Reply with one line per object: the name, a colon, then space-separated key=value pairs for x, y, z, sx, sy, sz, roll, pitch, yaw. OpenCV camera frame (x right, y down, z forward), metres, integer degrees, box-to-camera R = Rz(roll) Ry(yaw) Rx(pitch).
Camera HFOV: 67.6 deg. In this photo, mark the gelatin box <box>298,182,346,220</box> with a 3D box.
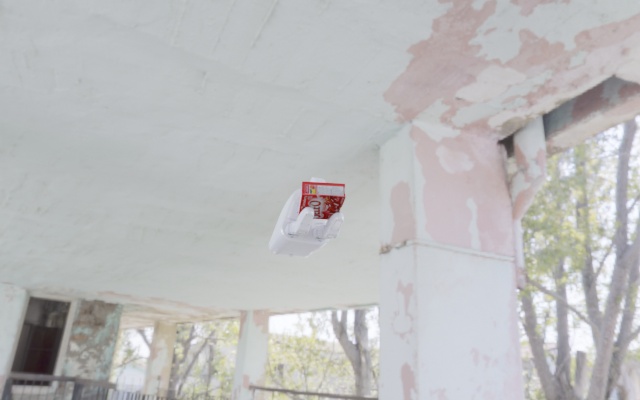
gelatin box: x=0.000 y=0.002 z=0.821 sx=0.073 sy=0.030 sz=0.089 roll=3 pitch=-29 yaw=-7
